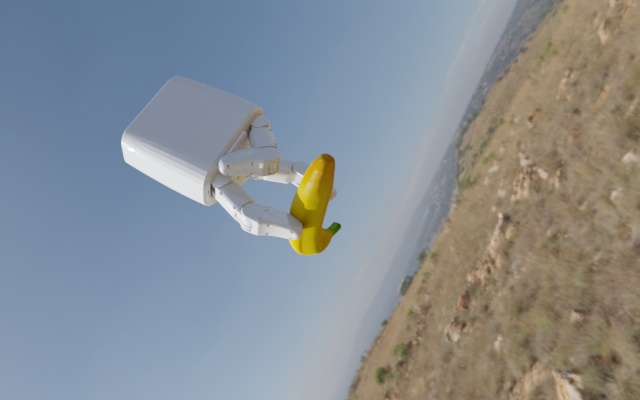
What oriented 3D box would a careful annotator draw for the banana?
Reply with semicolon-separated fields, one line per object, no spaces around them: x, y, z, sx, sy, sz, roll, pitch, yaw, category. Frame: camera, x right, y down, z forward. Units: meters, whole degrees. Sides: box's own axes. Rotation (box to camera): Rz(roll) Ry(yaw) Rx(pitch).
-0.008;0.018;0.502;0.037;0.069;0.198;26;-18;12;banana
